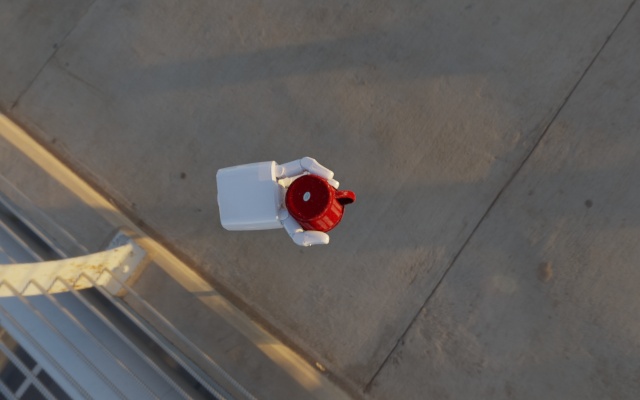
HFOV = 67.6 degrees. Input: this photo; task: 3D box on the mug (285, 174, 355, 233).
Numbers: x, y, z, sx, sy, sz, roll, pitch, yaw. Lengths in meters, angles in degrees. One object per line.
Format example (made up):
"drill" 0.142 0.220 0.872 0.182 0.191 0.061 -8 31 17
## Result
"mug" 0.001 0.002 0.802 0.117 0.093 0.081 -8 -15 11
